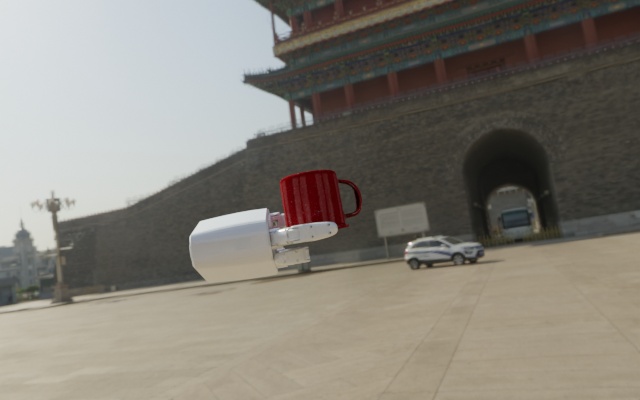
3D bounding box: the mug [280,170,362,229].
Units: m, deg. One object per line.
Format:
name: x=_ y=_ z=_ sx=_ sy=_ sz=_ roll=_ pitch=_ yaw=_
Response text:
mug: x=0.002 y=0.002 z=0.670 sx=0.117 sy=0.081 sz=0.093 roll=-9 pitch=-6 yaw=-3
